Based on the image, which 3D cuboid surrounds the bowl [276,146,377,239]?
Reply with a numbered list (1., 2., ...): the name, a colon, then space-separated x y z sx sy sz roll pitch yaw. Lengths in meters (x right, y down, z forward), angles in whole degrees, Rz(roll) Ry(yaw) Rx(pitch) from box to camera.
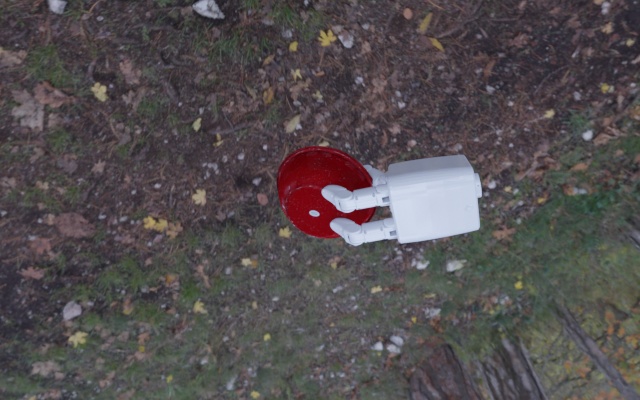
1. bowl: -0.001 0.003 0.708 0.162 0.162 0.055 0 34 22
